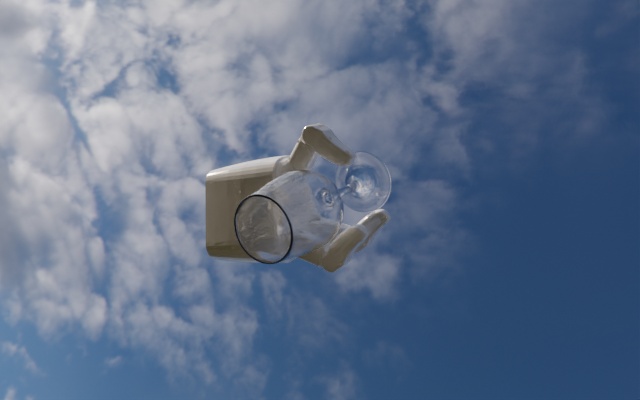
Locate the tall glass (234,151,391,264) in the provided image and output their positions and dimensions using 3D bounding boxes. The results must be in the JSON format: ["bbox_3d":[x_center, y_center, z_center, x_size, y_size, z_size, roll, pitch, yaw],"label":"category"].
[{"bbox_3d":[0.001,0.001,0.484,0.079,0.079,0.201,0,13,30],"label":"tall glass"}]
